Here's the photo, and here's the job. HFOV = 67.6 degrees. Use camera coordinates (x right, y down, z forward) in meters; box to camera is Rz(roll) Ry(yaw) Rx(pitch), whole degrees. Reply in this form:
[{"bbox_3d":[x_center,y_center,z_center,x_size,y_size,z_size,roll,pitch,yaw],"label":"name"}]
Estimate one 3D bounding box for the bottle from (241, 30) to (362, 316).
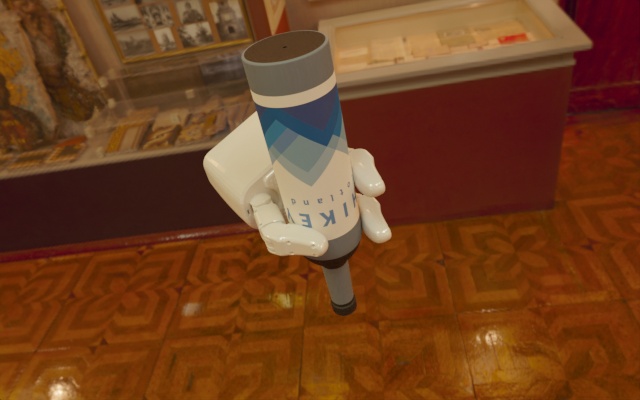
[{"bbox_3d":[0.000,0.001,0.440,0.069,0.296,0.069,-8,37,6],"label":"bottle"}]
